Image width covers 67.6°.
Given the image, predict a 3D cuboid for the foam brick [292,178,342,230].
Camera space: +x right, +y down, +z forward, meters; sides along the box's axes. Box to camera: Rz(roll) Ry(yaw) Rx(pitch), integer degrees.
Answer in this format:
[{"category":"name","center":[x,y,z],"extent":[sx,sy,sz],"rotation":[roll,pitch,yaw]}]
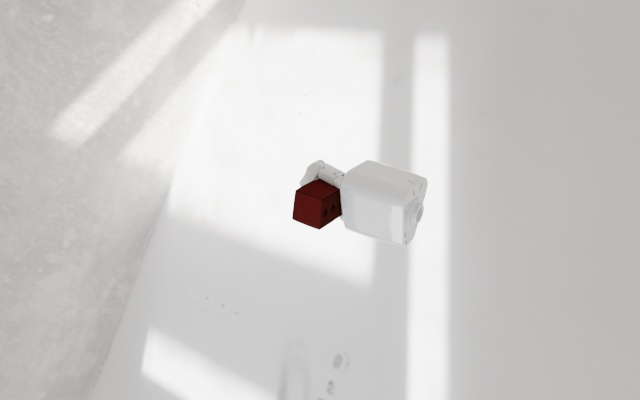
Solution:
[{"category":"foam brick","center":[0.000,0.003,0.746],"extent":[0.051,0.053,0.078],"rotation":[22,31,27]}]
